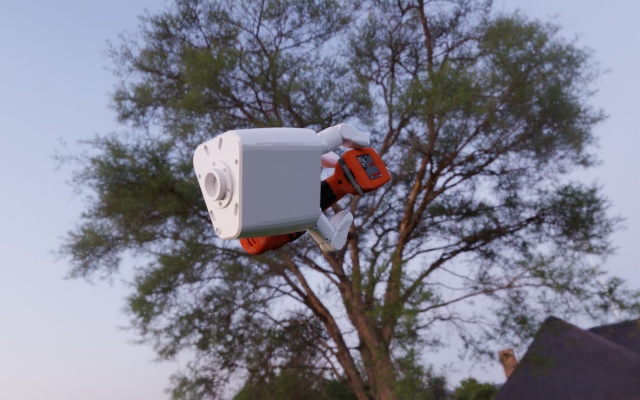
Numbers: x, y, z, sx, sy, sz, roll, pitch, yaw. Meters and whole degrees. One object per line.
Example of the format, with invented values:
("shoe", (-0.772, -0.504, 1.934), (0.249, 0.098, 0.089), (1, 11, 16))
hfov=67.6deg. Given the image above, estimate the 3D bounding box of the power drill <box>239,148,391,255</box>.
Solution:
("power drill", (0.000, 0.002, 0.644), (0.188, 0.057, 0.184), (-35, -4, 24))
